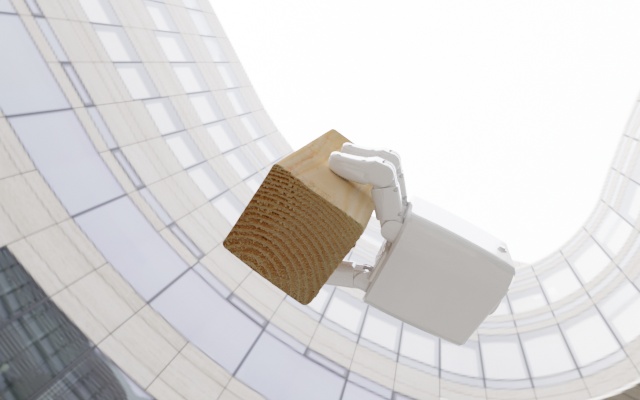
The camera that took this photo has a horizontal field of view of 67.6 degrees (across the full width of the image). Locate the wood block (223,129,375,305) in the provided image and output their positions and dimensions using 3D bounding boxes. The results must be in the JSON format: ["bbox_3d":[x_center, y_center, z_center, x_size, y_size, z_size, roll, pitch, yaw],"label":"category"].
[{"bbox_3d":[0.000,0.002,0.474,0.090,0.091,0.206,36,21,2],"label":"wood block"}]
